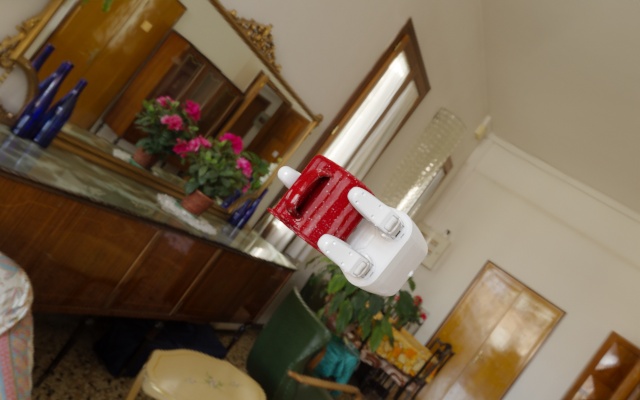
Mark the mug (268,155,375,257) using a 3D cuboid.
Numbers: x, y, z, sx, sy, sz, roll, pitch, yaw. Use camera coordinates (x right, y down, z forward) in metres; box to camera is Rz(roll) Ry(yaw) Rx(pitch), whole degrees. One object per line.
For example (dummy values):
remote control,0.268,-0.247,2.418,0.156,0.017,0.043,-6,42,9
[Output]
mug,0.000,0.001,0.500,0.093,0.081,0.117,37,-2,29
